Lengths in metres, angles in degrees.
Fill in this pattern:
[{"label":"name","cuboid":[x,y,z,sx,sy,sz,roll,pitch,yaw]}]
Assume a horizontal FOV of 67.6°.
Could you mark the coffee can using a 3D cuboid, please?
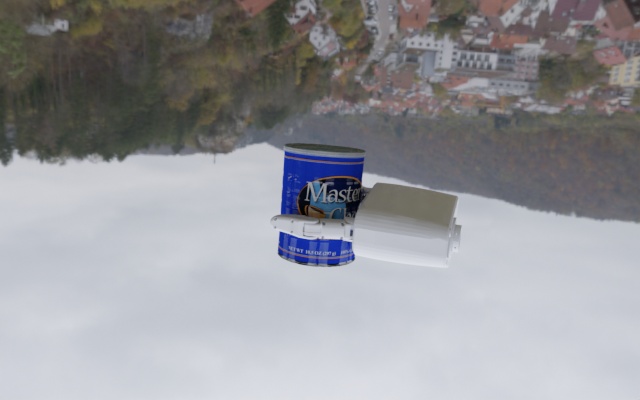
[{"label":"coffee can","cuboid":[0.000,0.002,0.609,0.103,0.140,0.103,4,11,-1]}]
